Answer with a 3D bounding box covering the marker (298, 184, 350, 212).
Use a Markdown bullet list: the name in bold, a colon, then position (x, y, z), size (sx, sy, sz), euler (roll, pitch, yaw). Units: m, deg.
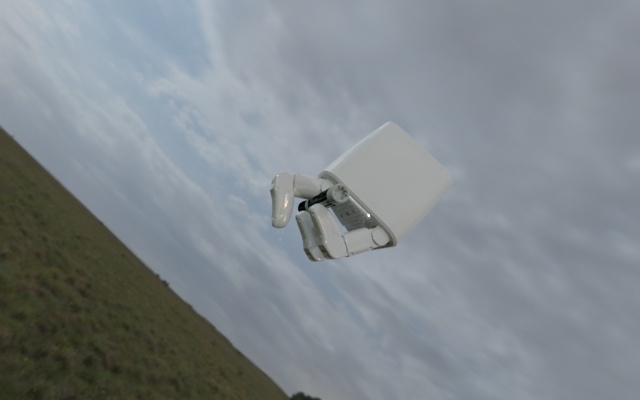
- **marker**: position (0.000, 0.002, 0.510), size (0.020, 0.020, 0.121), euler (0, -9, -19)
